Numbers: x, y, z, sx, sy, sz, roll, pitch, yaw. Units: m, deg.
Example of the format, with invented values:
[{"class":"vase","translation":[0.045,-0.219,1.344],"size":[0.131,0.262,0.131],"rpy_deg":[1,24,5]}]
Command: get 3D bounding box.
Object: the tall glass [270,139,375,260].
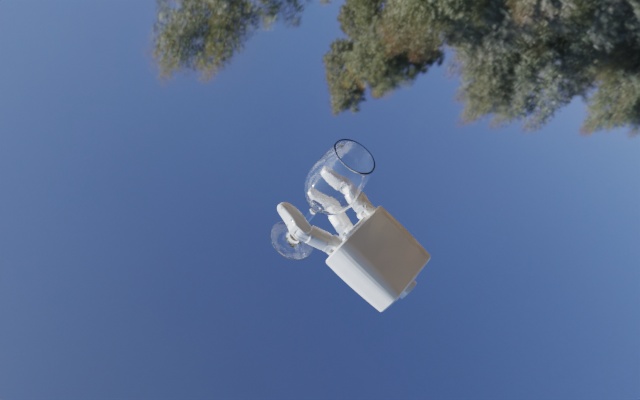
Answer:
[{"class":"tall glass","translation":[0.000,0.003,0.686],"size":[0.079,0.079,0.201],"rpy_deg":[0,-38,-35]}]
